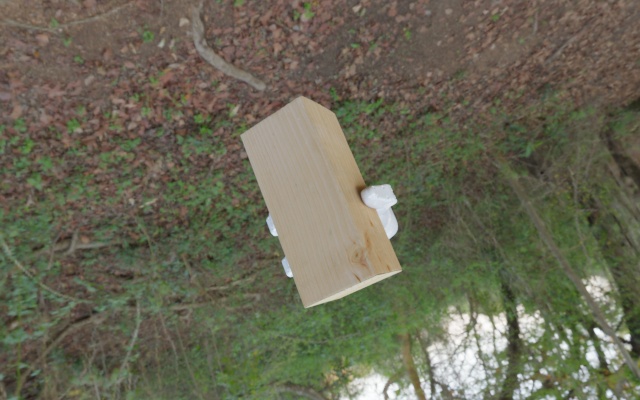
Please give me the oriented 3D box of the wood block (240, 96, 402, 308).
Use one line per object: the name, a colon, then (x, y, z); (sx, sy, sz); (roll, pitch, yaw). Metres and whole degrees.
wood block: (0.001, 0.002, 0.536); (0.091, 0.206, 0.090); (-28, -16, 22)
